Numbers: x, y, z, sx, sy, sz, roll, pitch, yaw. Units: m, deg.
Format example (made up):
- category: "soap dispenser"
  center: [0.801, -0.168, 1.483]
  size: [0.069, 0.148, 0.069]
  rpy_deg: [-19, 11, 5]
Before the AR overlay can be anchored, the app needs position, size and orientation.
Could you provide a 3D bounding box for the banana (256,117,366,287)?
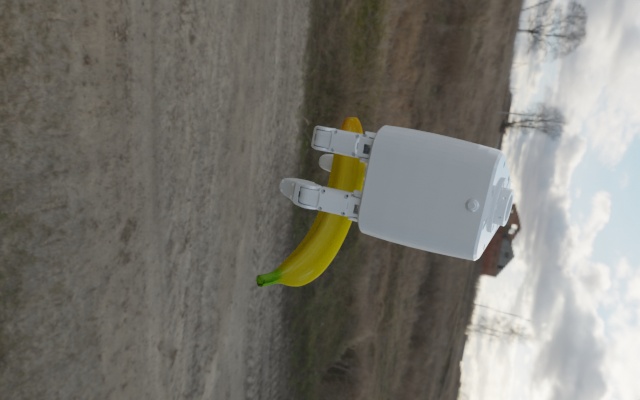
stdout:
- category: "banana"
  center: [0.008, 0.012, 0.499]
  size: [0.037, 0.198, 0.070]
  rpy_deg: [21, -10, 38]
